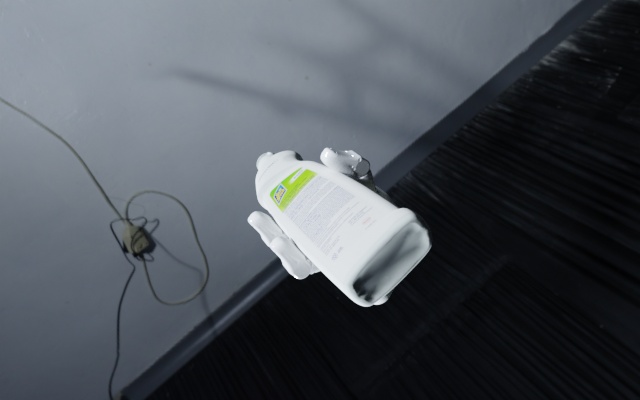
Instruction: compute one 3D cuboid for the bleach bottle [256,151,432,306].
[{"bbox_3d":[0.000,0.002,0.524,0.250,0.102,0.068,42,-5,47],"label":"bleach bottle"}]
